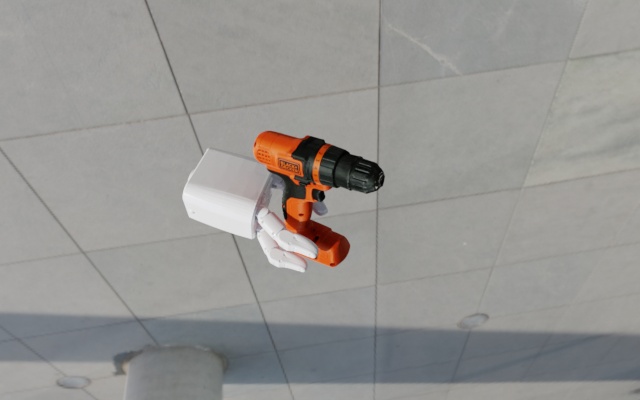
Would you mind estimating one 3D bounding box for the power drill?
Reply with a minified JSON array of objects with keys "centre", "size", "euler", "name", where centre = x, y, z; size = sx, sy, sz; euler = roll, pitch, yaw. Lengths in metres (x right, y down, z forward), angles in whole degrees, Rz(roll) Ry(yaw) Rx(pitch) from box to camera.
[{"centre":[0.000,0.002,0.649],"size":[0.184,0.188,0.057],"euler":[20,44,27],"name":"power drill"}]
